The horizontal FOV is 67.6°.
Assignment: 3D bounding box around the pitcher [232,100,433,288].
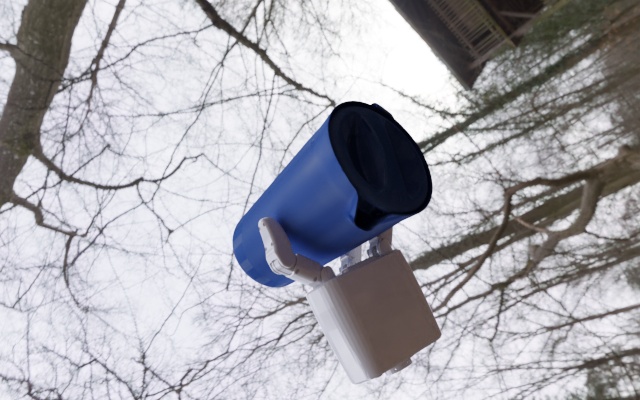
[{"bbox_3d":[0.000,0.002,0.552,0.149,0.145,0.243,-15,-18,-45],"label":"pitcher"}]
